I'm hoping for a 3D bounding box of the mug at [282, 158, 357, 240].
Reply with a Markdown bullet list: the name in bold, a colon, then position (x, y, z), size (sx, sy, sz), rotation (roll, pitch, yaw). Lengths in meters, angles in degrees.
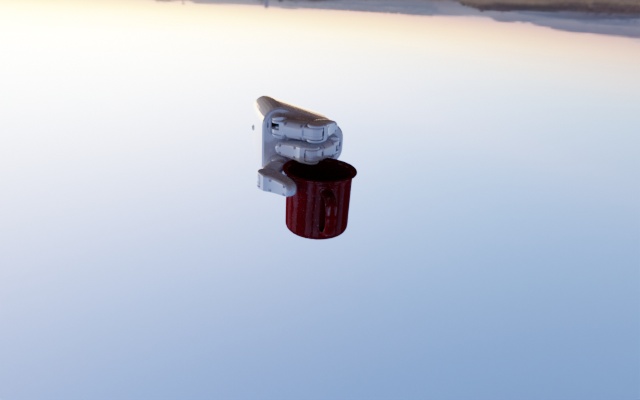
- **mug**: position (0.001, 0.003, 0.595), size (0.093, 0.081, 0.117), rotation (-3, 25, -16)
